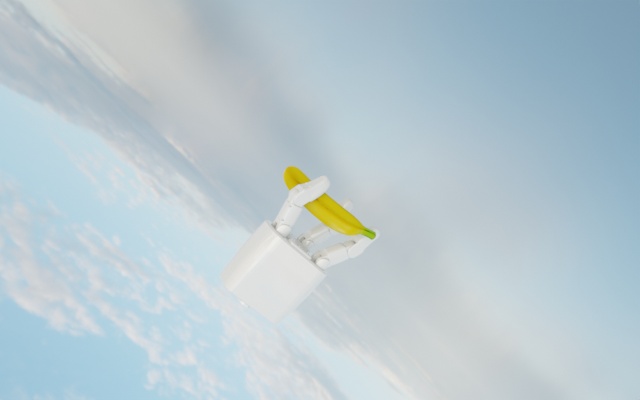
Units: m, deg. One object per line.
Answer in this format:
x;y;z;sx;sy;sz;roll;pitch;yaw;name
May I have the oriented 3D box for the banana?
-0.006;-0.001;0.707;0.197;0.037;0.070;41;5;33;banana
